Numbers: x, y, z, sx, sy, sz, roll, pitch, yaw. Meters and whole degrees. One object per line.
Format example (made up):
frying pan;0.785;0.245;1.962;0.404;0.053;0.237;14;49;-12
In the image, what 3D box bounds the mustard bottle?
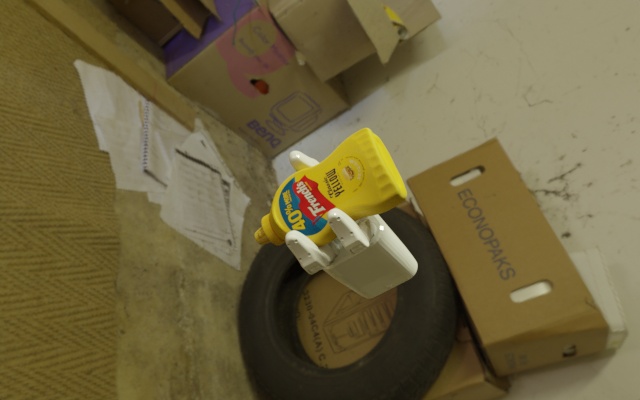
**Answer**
mustard bottle;0.000;0.002;0.570;0.192;0.096;0.058;-31;-25;19
